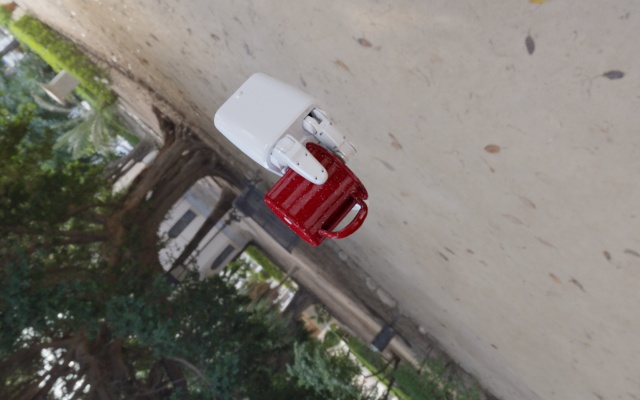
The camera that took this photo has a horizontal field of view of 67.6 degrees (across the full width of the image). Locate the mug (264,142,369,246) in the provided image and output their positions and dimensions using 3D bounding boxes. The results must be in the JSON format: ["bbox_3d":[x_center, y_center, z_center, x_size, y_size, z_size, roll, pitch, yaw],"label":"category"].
[{"bbox_3d":[0.001,0.003,0.522,0.117,0.081,0.093,36,-11,36],"label":"mug"}]
